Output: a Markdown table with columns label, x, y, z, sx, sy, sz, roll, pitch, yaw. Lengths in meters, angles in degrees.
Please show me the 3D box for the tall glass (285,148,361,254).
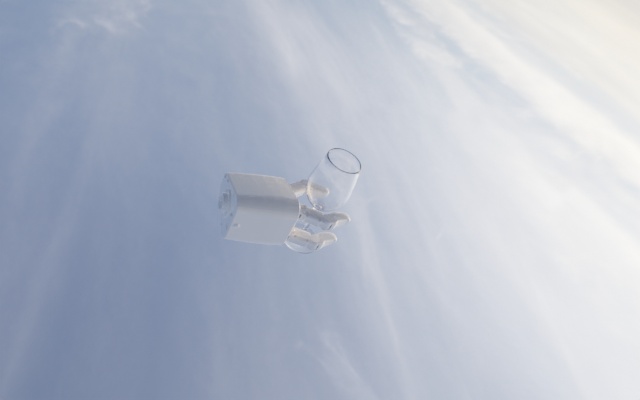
| label | x | y | z | sx | sy | sz | roll | pitch | yaw |
| --- | --- | --- | --- | --- | --- | --- | --- | --- | --- |
| tall glass | 0.000 | 0.003 | 0.839 | 0.079 | 0.079 | 0.201 | 0 | -43 | -33 |
